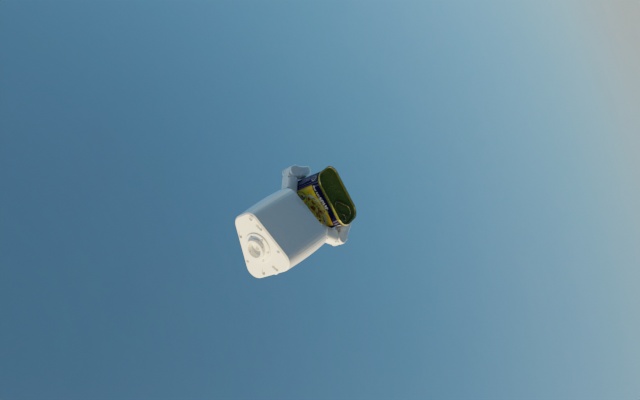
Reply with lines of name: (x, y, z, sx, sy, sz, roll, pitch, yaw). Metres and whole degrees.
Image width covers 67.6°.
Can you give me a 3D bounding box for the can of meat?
can of meat: (0.000, 0.003, 0.829, 0.084, 0.102, 0.057, -20, 13, 38)
